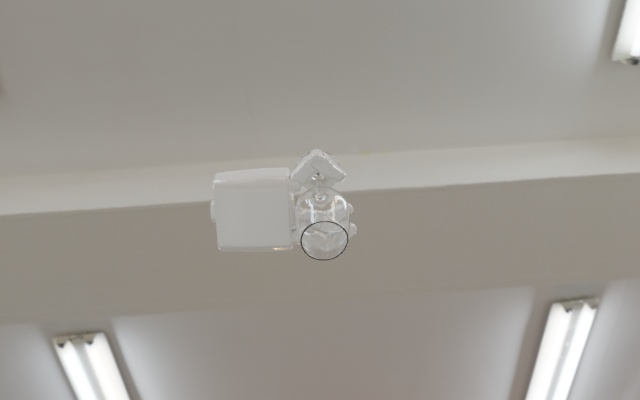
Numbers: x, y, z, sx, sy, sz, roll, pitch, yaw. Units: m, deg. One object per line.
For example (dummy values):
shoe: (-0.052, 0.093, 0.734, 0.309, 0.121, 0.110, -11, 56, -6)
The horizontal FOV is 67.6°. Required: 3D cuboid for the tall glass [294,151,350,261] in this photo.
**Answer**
tall glass: (0.000, 0.002, 0.690, 0.079, 0.079, 0.201, 0, 30, -4)
